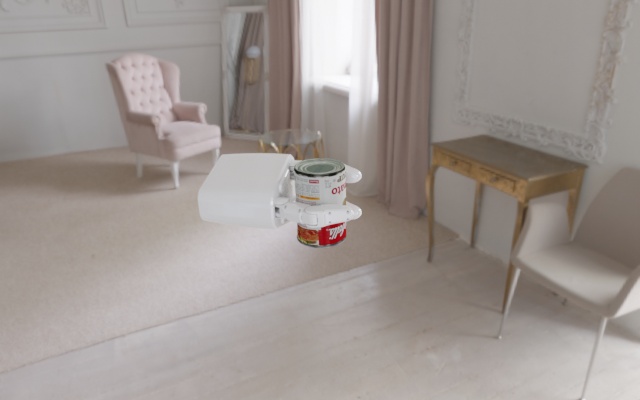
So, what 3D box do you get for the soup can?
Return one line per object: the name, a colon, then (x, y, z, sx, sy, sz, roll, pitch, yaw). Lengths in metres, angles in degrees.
soup can: (0.001, 0.002, 0.630, 0.068, 0.102, 0.068, -1, 23, 1)
